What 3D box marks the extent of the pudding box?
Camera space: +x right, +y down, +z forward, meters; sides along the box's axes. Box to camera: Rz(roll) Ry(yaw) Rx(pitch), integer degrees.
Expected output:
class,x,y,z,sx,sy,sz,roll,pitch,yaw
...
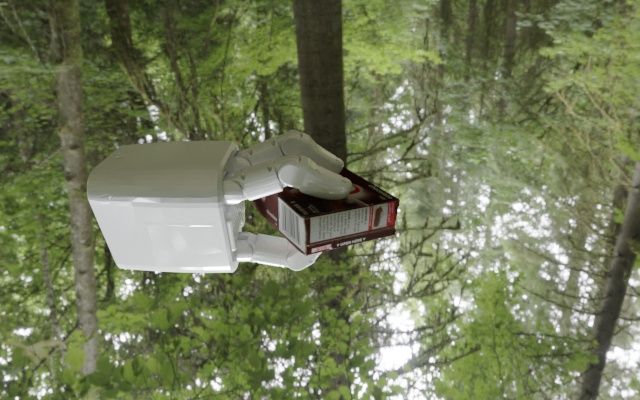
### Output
class,x,y,z,sx,sy,sz,roll,pitch,yaw
pudding box,0.000,0.002,0.422,0.090,0.039,0.113,-11,28,-26
